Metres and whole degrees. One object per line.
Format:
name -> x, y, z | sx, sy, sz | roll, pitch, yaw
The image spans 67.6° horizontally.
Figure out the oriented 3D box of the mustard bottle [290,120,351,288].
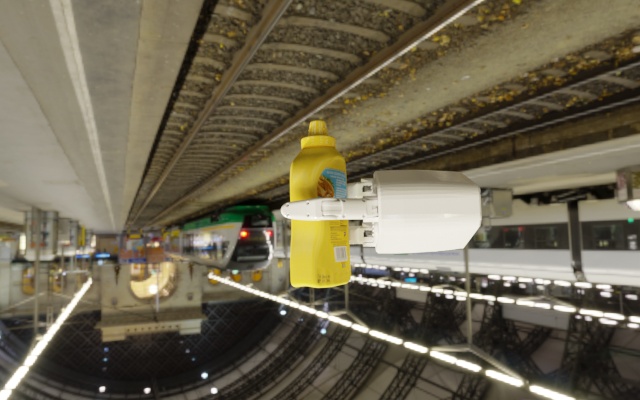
mustard bottle -> 0.000, 0.002, 0.558 | 0.058, 0.191, 0.096 | -4, -5, 29
